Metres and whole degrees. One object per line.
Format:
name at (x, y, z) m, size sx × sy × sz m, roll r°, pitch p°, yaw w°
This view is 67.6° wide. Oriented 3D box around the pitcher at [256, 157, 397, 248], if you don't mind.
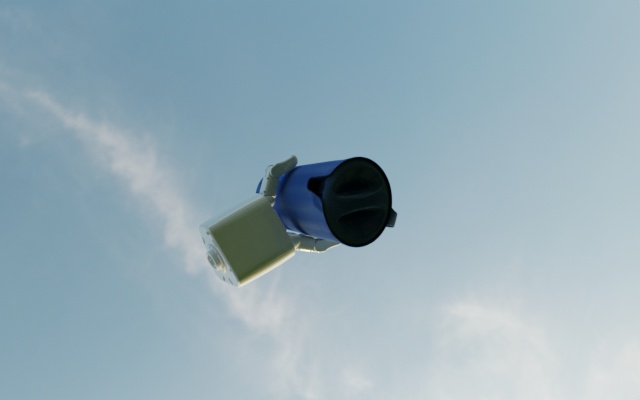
pitcher at (0.000, 0.003, 0.796) m, size 0.145 × 0.149 × 0.243 m, roll -33°, pitch 20°, yaw -29°
